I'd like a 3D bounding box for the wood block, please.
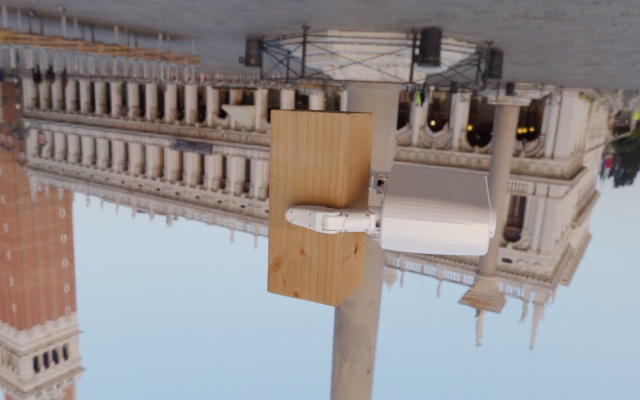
[{"bbox_3d":[0.000,0.002,0.546,0.090,0.206,0.091,8,13,23],"label":"wood block"}]
